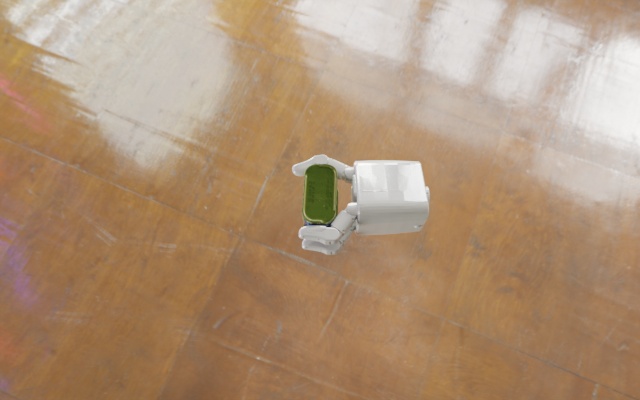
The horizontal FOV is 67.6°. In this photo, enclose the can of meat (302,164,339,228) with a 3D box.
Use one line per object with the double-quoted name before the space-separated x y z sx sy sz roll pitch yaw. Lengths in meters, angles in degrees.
"can of meat" 0.000 0.002 0.751 0.057 0.102 0.084 2 -20 1
